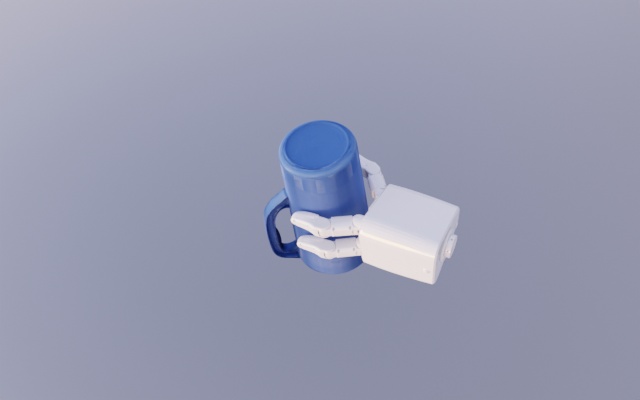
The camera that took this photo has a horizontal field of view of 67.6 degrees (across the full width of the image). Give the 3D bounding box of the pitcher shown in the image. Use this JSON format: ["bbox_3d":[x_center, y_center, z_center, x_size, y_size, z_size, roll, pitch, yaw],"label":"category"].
[{"bbox_3d":[0.000,0.002,0.729,0.145,0.149,0.243,20,-32,23],"label":"pitcher"}]
